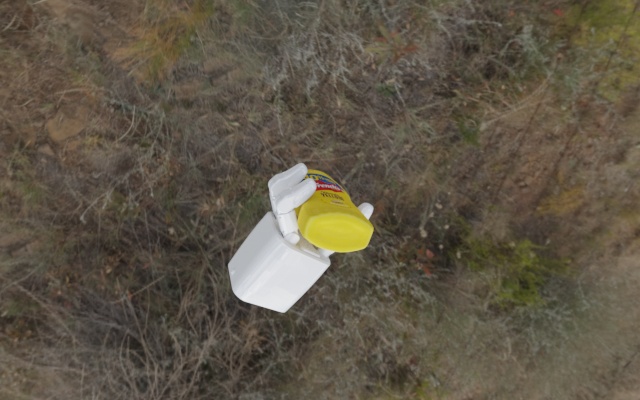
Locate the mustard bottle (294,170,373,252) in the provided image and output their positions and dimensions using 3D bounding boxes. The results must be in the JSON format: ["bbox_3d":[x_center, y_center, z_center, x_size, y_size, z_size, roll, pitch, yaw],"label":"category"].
[{"bbox_3d":[0.000,0.002,0.690,0.096,0.058,0.191,10,22,-21],"label":"mustard bottle"}]
